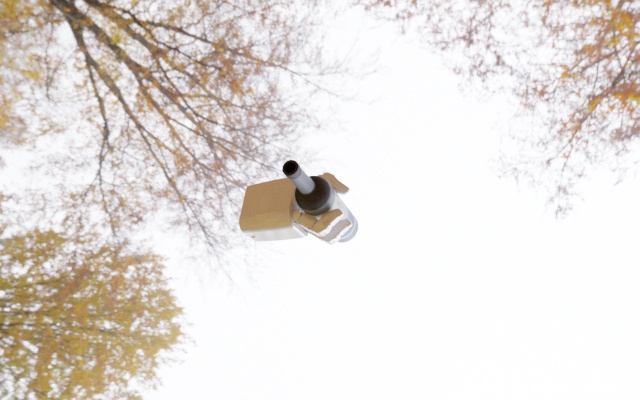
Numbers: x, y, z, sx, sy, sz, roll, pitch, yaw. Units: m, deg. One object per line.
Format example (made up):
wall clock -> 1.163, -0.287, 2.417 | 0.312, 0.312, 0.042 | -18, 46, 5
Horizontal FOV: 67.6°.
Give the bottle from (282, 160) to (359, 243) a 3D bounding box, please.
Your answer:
bottle -> 0.000, 0.003, 0.859 | 0.069, 0.069, 0.296 | 0, -21, 20
